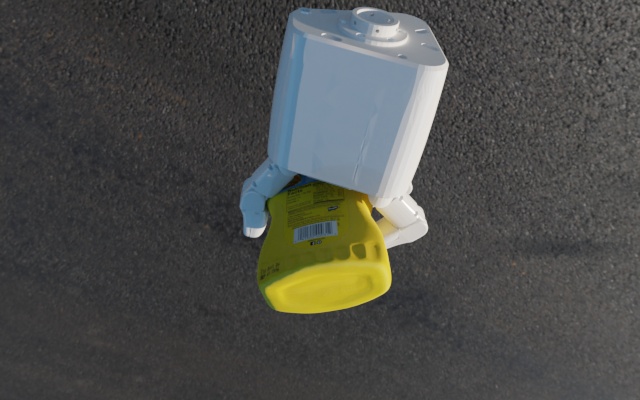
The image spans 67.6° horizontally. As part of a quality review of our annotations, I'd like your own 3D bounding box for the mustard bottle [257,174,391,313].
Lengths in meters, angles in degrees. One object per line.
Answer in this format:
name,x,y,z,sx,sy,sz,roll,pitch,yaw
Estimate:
mustard bottle,0.000,0.002,0.410,0.096,0.058,0.191,-12,41,8
